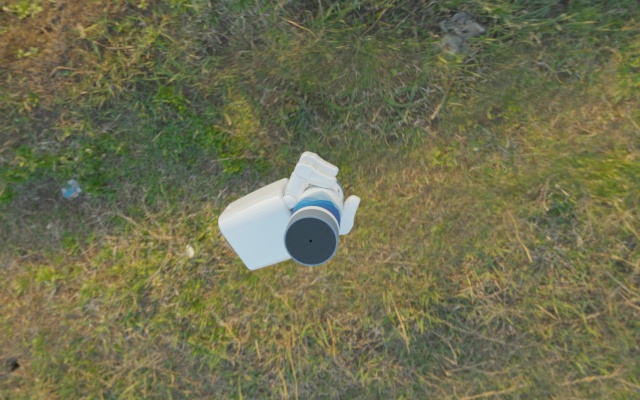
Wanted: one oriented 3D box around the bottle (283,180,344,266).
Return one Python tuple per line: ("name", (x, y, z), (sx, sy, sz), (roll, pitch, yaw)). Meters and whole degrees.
("bottle", (0.000, 0.002, 0.712), (0.069, 0.069, 0.295), (0, 19, 5))
